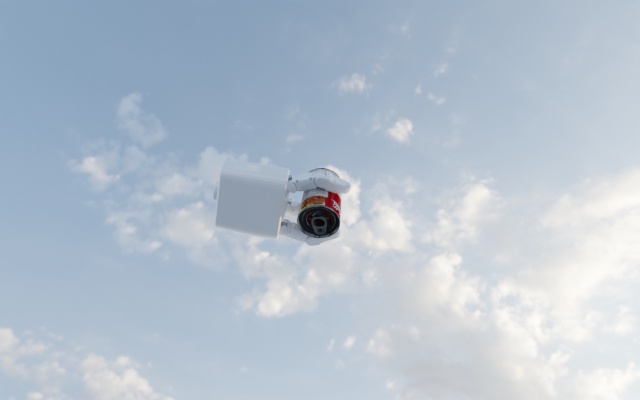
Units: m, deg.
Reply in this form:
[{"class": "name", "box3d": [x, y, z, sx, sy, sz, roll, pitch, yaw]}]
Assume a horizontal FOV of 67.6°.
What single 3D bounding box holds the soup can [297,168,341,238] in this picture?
[{"class": "soup can", "box3d": [0.001, 0.002, 0.778, 0.068, 0.069, 0.102, 0, 39, 5]}]
